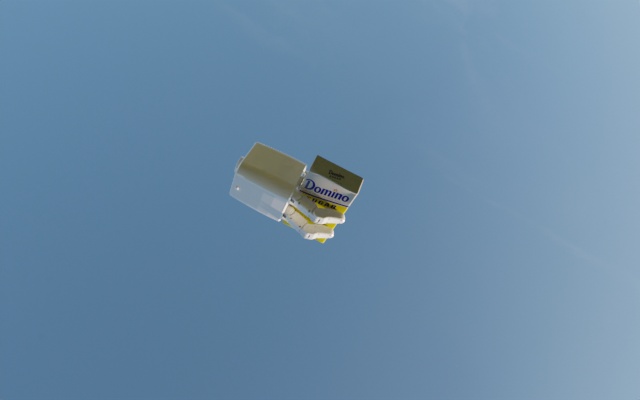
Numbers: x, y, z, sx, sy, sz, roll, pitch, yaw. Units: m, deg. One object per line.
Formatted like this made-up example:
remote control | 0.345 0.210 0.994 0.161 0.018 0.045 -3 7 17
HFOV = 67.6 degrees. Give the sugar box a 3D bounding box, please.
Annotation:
sugar box | 0.000 0.003 0.869 0.093 0.048 0.176 26 -37 -3
